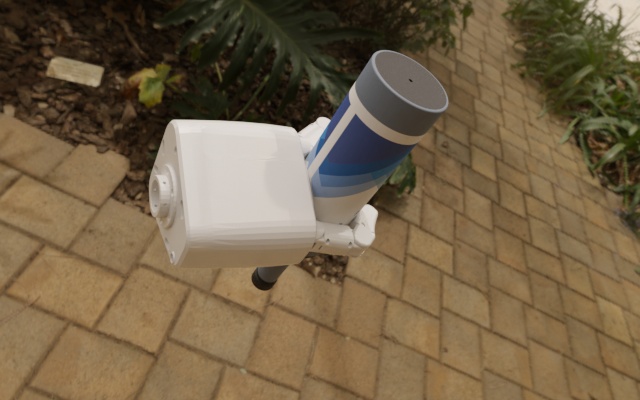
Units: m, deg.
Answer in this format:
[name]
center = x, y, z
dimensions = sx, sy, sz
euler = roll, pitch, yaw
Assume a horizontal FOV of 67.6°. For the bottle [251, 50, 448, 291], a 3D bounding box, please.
[bottle]
center = 0.000, 0.001, 0.443
dimensions = 0.069, 0.069, 0.296
euler = 0, -37, -34
